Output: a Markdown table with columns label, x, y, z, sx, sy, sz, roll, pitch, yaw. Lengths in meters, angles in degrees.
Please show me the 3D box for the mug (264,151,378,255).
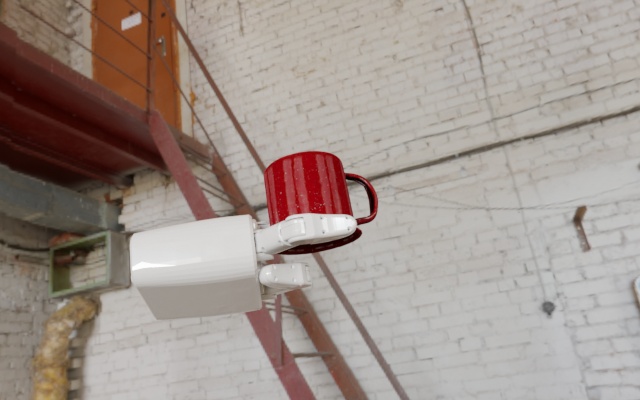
| label | x | y | z | sx | sy | sz | roll | pitch | yaw |
| --- | --- | --- | --- | --- | --- | --- | --- | --- | --- |
| mug | 0.001 | 0.001 | 0.476 | 0.117 | 0.081 | 0.093 | -7 | -18 | -9 |
